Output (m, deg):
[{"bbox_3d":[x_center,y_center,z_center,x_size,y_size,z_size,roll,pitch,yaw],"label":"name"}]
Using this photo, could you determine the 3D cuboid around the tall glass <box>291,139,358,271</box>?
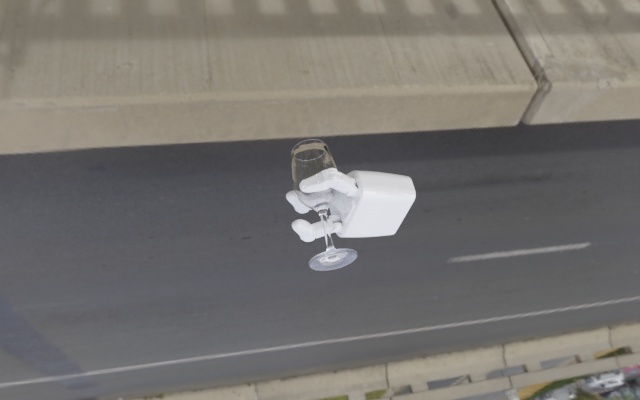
[{"bbox_3d":[0.000,0.003,0.748,0.079,0.201,0.079,-10,-28,-5],"label":"tall glass"}]
